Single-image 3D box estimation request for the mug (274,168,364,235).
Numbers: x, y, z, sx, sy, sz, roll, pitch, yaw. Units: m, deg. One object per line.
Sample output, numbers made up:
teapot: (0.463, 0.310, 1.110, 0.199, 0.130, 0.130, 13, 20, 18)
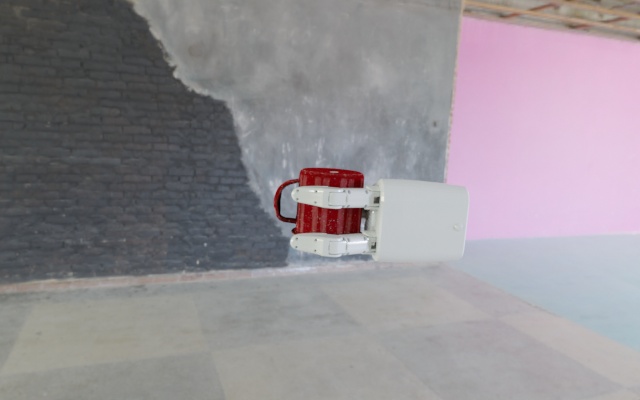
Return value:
mug: (-0.001, 0.002, 0.598, 0.117, 0.081, 0.093, 3, 9, -6)
